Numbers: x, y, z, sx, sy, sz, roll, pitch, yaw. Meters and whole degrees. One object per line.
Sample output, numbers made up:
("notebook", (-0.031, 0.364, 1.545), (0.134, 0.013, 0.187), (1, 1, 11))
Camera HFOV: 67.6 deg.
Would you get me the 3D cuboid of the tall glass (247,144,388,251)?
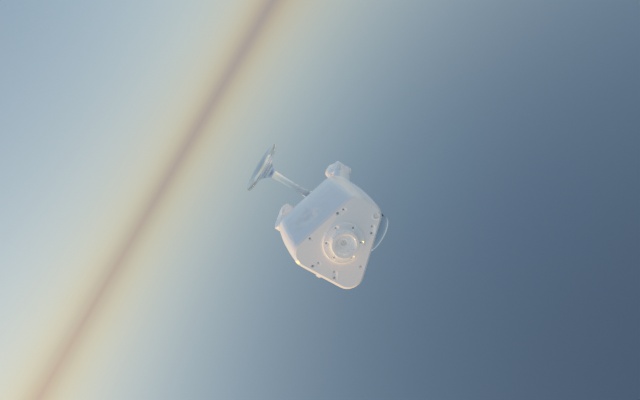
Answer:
("tall glass", (0.000, 0.002, 0.686), (0.201, 0.079, 0.079), (30, -10, -17))
